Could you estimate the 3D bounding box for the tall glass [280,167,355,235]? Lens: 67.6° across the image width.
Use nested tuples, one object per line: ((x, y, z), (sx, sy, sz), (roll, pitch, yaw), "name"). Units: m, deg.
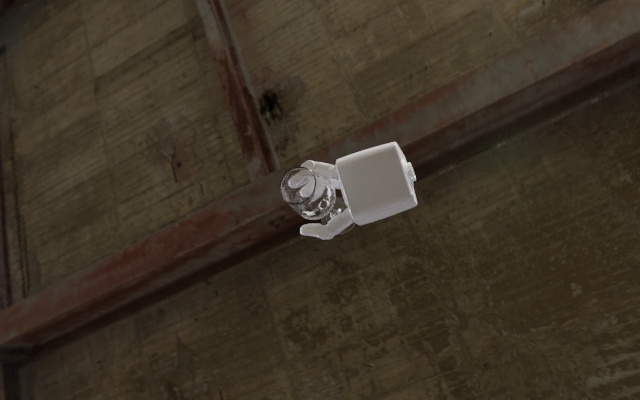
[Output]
((0.000, 0.003, 0.827), (0.079, 0.079, 0.201), (0, -15, 22), "tall glass")
